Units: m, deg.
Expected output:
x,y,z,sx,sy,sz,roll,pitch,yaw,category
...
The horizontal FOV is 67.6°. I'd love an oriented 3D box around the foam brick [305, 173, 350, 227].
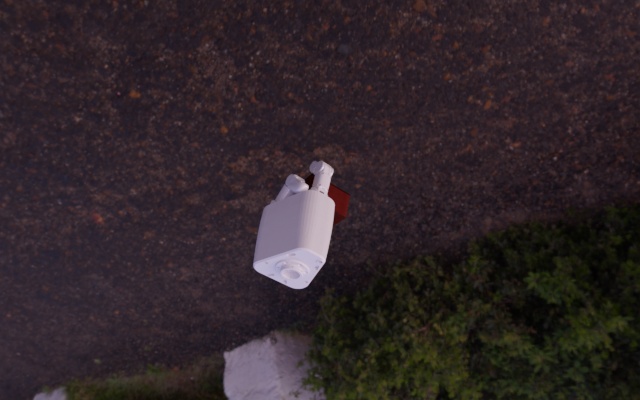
x,y,z,sx,sy,sz,roll,pitch,yaw,category
0.000,0.003,0.775,0.078,0.051,0.053,29,-43,-24,foam brick
